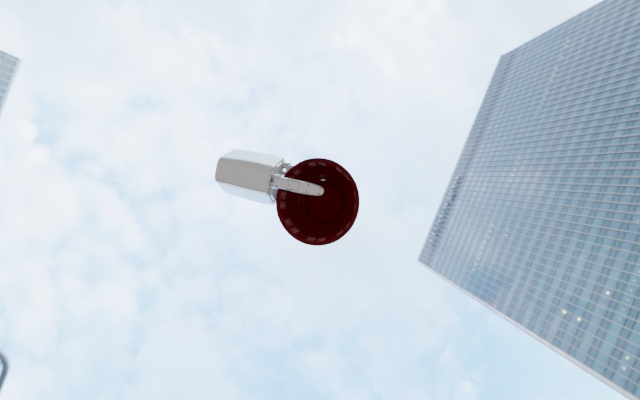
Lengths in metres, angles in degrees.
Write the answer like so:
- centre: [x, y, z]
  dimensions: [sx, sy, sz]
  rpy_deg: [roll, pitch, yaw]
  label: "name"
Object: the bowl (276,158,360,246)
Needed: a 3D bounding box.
- centre: [0.001, 0.004, 0.899]
  dimensions: [0.162, 0.162, 0.055]
  rpy_deg: [0, -2, 17]
  label: "bowl"
